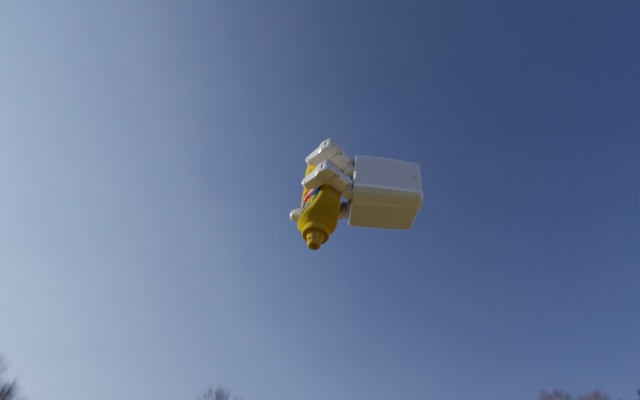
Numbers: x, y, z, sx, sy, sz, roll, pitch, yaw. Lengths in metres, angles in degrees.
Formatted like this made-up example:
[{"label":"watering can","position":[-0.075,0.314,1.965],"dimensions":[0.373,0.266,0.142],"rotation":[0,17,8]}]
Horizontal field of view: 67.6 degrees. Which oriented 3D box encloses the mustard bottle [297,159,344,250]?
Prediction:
[{"label":"mustard bottle","position":[0.000,0.002,0.764],"dimensions":[0.058,0.191,0.096],"rotation":[24,-49,-15]}]
